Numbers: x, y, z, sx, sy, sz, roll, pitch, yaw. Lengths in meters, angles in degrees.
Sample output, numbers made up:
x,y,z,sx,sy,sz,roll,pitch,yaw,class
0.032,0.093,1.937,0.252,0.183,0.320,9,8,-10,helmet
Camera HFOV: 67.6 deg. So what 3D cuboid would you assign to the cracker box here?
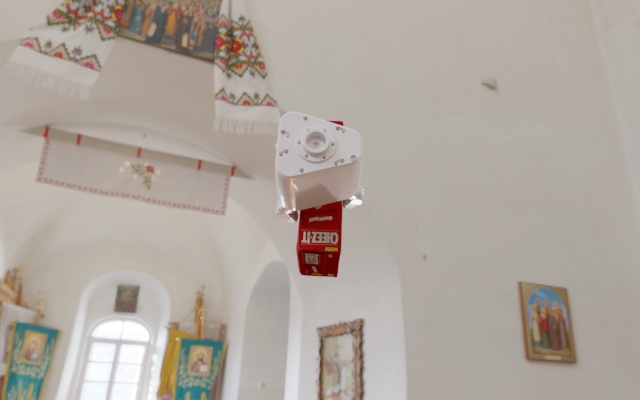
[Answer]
x,y,z,sx,sy,sz,roll,pitch,yaw,class
0.000,0.002,0.775,0.072,0.213,0.164,2,-21,1,cracker box
